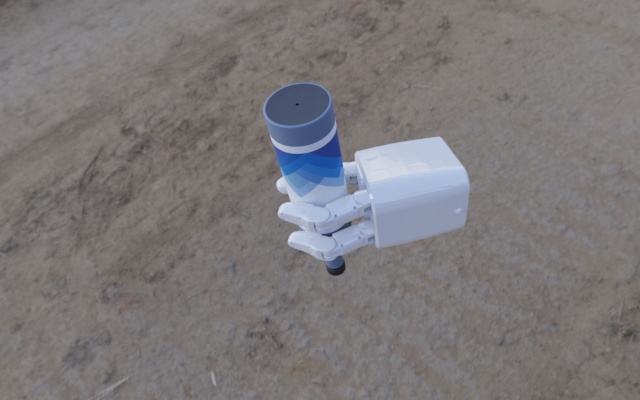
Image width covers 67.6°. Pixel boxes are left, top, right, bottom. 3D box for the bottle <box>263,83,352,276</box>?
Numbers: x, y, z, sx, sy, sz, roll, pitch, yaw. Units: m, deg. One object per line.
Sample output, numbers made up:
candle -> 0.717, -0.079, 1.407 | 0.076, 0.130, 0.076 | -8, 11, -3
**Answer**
bottle -> 0.000, 0.002, 0.563 | 0.069, 0.069, 0.296 | 0, -39, 11
